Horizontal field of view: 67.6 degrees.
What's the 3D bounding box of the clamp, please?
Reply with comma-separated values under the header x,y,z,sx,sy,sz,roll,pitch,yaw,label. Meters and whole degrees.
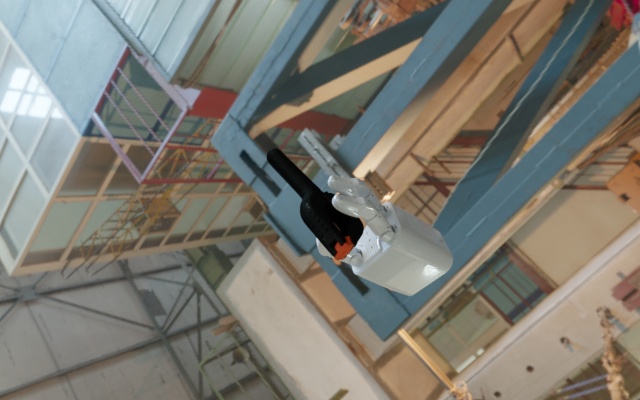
x,y,z,sx,sy,sz,roll,pitch,yaw,label
0.000,0.003,0.666,0.164,0.036,0.209,24,26,-19,clamp
